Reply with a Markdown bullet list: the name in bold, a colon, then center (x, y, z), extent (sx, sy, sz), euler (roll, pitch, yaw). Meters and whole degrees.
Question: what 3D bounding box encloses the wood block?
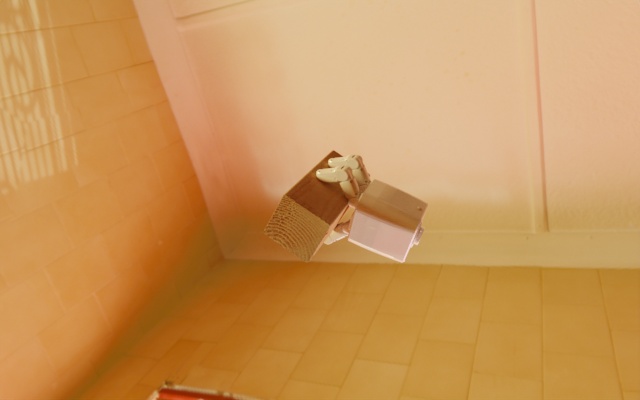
- **wood block**: center (0.000, 0.003, 0.828), extent (0.090, 0.091, 0.206), euler (34, 34, 6)
